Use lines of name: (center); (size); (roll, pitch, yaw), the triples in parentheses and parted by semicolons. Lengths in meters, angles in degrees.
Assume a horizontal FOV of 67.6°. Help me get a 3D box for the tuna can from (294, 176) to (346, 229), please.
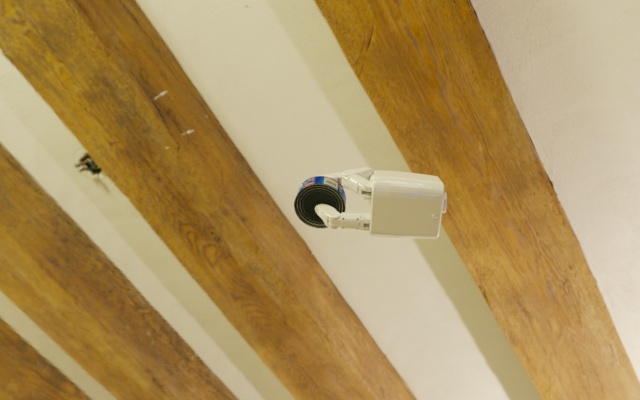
tuna can: (0.000, 0.002, 0.799); (0.086, 0.086, 0.033); (0, 31, 6)
